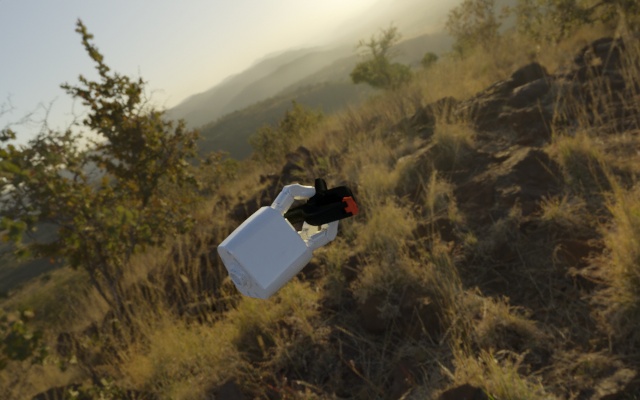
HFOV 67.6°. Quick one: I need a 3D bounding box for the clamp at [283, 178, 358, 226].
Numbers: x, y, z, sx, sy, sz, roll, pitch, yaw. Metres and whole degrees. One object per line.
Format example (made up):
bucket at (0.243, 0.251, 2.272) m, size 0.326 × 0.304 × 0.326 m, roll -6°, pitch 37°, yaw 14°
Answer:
clamp at (0.000, 0.002, 0.837) m, size 0.210 × 0.036 × 0.164 m, roll -6°, pitch 30°, yaw 51°
